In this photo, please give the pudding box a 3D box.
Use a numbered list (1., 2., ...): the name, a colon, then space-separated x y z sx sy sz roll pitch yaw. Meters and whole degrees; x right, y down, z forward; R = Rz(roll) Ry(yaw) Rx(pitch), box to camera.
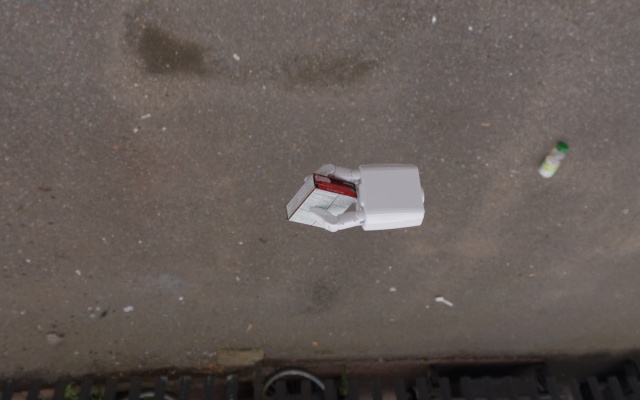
1. pudding box: 0.000 0.003 0.870 0.090 0.039 0.113 14 -42 -27
